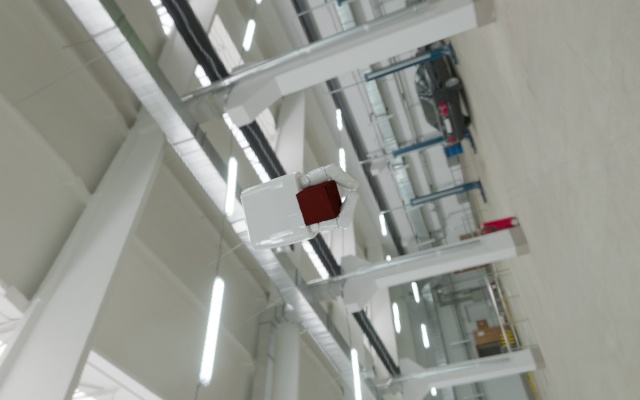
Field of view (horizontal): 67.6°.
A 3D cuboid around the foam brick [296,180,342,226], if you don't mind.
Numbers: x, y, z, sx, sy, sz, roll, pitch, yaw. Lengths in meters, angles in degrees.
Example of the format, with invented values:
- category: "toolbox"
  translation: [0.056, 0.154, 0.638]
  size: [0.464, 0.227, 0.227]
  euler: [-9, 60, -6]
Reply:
- category: "foam brick"
  translation: [0.000, 0.002, 0.753]
  size: [0.051, 0.053, 0.078]
  euler: [-15, 6, 14]
